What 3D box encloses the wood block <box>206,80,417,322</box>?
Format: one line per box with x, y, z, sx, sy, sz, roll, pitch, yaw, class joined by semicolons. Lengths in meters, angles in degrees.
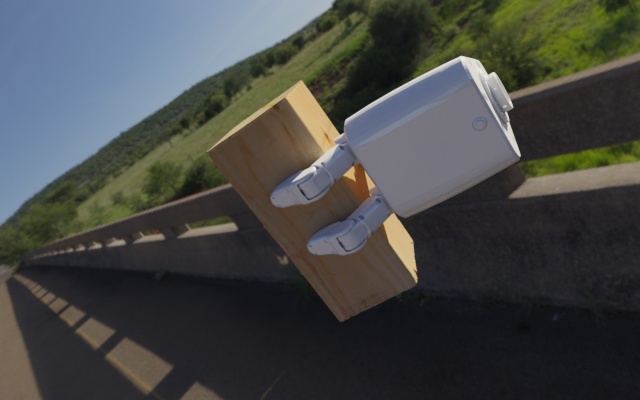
0.000;0.001;0.463;0.090;0.206;0.090;-31;16;19;wood block
